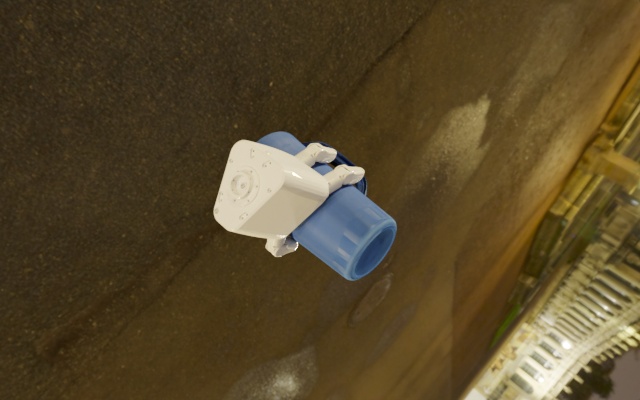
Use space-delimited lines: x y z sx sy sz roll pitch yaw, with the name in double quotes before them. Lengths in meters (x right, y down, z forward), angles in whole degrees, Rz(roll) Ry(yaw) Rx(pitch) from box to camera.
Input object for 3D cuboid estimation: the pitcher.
"pitcher" 0.000 0.002 0.729 0.242 0.149 0.145 38 11 28
